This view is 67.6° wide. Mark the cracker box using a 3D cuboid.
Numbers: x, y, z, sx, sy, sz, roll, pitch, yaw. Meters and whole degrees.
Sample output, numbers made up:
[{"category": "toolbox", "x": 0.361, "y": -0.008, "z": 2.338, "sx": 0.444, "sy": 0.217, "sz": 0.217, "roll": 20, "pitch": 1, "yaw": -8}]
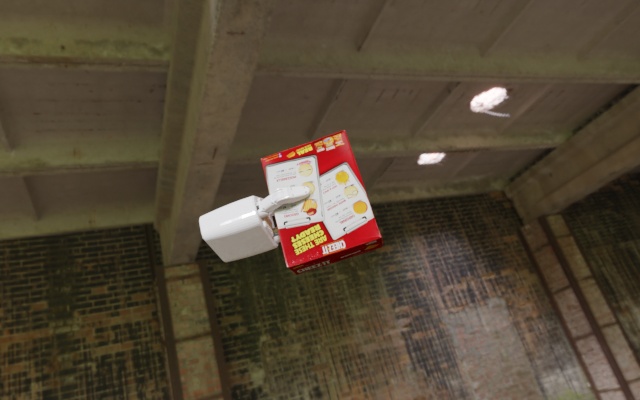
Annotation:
[{"category": "cracker box", "x": 0.000, "y": 0.003, "z": 0.843, "sx": 0.164, "sy": 0.213, "sz": 0.072, "roll": -18, "pitch": -23, "yaw": 5}]
